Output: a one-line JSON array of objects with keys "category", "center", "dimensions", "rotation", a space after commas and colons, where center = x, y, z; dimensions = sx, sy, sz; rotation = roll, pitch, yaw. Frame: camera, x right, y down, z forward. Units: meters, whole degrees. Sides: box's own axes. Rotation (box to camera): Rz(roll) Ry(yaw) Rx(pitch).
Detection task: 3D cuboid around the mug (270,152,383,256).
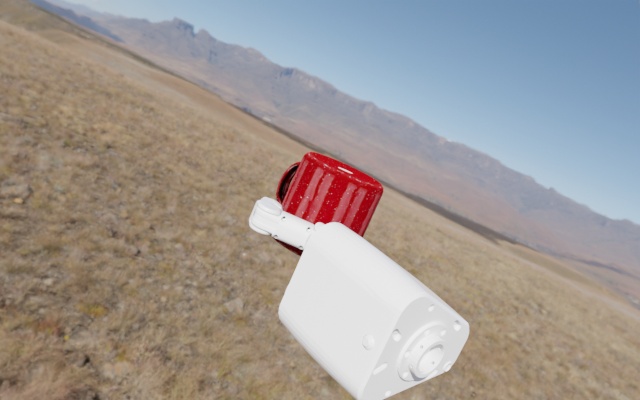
[{"category": "mug", "center": [-0.001, 0.001, 0.458], "dimensions": [0.093, 0.081, 0.117], "rotation": [14, 15, -45]}]
